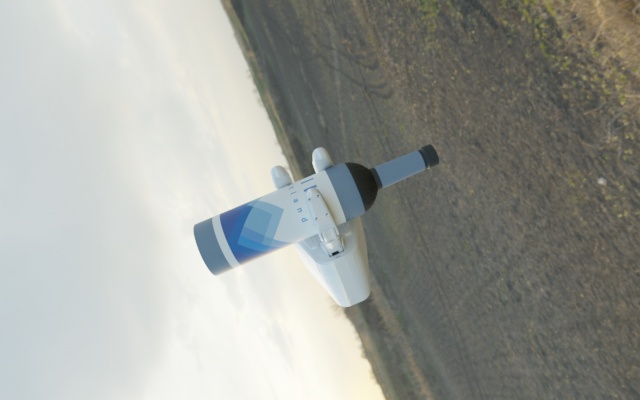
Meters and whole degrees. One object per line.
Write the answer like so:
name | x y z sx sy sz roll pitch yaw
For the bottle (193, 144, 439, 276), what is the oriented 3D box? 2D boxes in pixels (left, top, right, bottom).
bottle | 0.000 0.002 0.567 0.296 0.069 0.069 -23 0 -1
